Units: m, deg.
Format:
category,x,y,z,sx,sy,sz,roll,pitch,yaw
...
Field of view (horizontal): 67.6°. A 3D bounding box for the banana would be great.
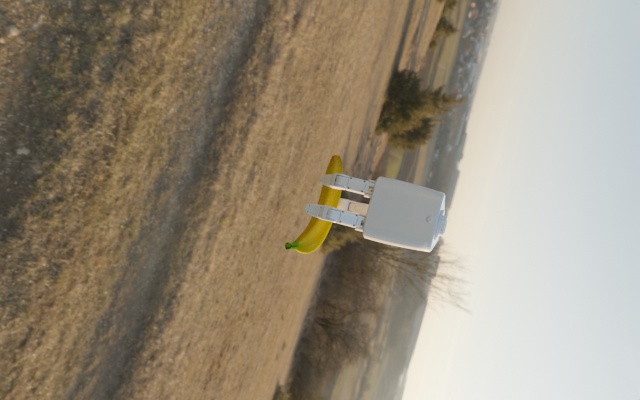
category,x,y,z,sx,sy,sz,roll,pitch,yaw
banana,0.003,0.016,0.808,0.037,0.197,0.070,13,-30,22
